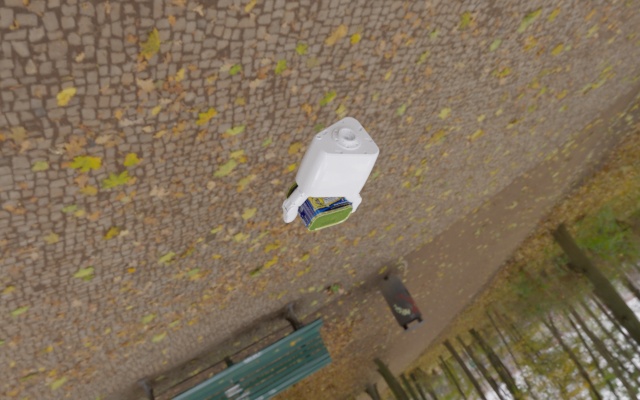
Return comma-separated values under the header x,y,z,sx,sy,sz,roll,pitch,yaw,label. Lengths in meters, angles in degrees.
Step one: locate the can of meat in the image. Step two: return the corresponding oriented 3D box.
x,y,z,sx,sy,sz,roll,pitch,yaw,label
0.000,0.003,0.891,0.102,0.084,0.057,-15,-31,-34,can of meat
